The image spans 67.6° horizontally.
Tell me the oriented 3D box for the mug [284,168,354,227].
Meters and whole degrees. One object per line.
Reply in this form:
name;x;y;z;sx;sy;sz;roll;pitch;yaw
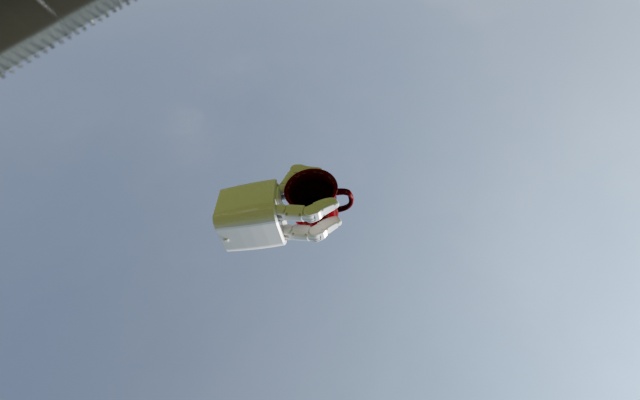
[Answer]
mug;0.002;0.003;0.843;0.117;0.093;0.082;-7;-39;4
